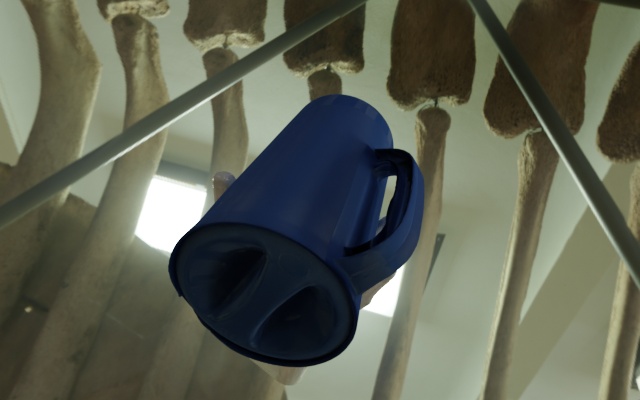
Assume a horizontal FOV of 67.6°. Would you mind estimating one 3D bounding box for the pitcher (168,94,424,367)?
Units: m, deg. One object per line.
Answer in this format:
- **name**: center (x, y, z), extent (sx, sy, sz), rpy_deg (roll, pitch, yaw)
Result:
- **pitcher**: center (0.000, 0.001, 0.400), extent (0.149, 0.145, 0.242), rpy_deg (20, 39, 5)
